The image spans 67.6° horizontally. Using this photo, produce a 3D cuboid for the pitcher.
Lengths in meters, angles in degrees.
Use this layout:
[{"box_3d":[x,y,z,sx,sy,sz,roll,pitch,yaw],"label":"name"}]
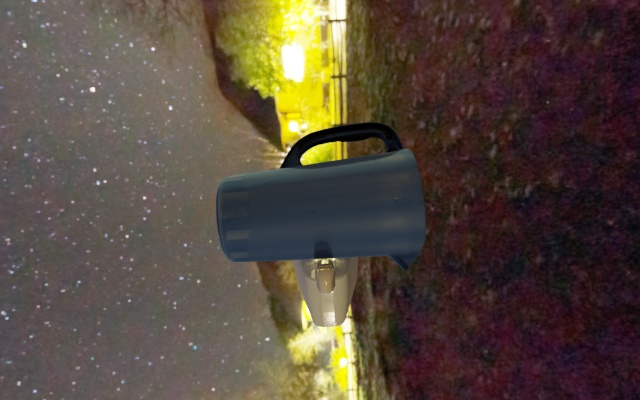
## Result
[{"box_3d":[0.000,0.002,0.595,0.243,0.145,0.149,-5,37,-1],"label":"pitcher"}]
